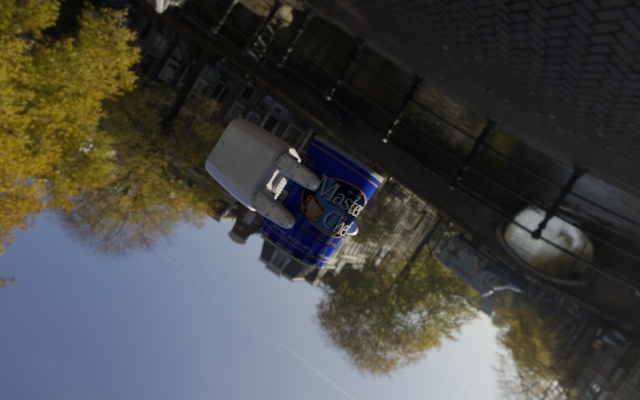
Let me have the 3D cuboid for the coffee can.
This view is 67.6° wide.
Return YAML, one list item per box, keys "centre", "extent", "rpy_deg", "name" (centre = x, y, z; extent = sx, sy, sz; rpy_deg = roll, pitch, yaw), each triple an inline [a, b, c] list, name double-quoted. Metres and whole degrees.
- centre: [0.000, 0.002, 0.615]
  extent: [0.103, 0.140, 0.103]
  rpy_deg: [33, 3, -2]
  name: "coffee can"
